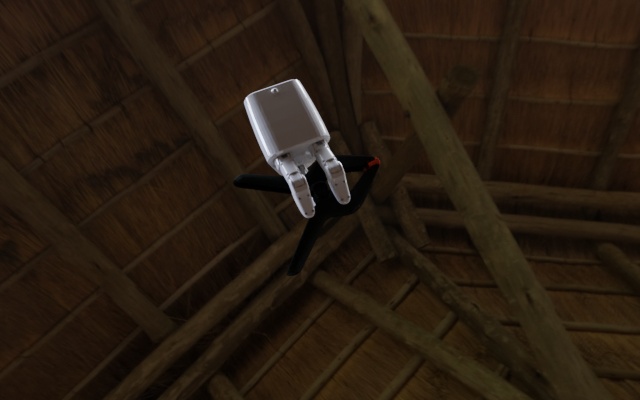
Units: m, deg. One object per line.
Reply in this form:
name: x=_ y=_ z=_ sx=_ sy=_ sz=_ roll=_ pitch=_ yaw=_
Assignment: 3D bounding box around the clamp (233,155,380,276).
clamp: x=0.000 y=0.002 z=0.692 sx=0.210 sy=0.164 sz=0.036 roll=-22 pitch=-13 yaw=-12
